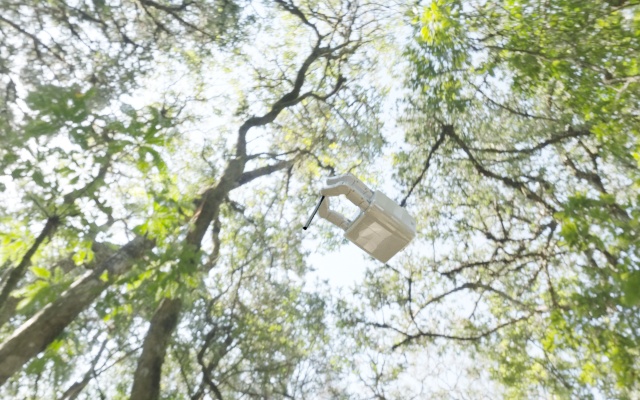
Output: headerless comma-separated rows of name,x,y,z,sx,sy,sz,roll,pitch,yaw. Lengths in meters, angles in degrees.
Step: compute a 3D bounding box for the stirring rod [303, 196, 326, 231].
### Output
stirring rod,0.000,0.003,0.897,0.011,0.011,0.239,0,21,13
